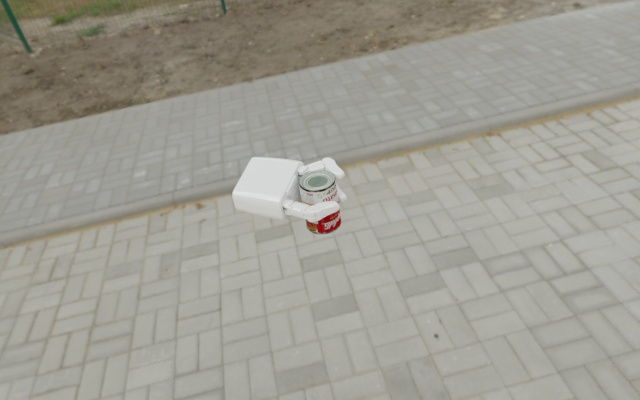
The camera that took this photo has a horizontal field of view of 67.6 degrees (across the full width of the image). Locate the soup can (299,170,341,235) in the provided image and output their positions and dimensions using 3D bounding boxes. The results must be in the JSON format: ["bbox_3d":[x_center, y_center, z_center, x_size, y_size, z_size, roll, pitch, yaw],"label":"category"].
[{"bbox_3d":[0.001,0.003,0.884,0.068,0.102,0.068,-6,37,4],"label":"soup can"}]
